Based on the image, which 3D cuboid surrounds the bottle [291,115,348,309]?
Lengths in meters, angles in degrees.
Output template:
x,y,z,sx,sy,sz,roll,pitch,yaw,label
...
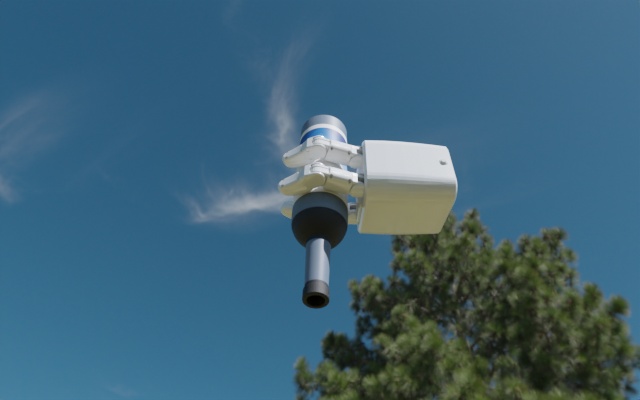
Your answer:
x,y,z,sx,sy,sz,roll,pitch,yaw,label
0.000,0.002,0.584,0.069,0.069,0.295,0,42,3,bottle
